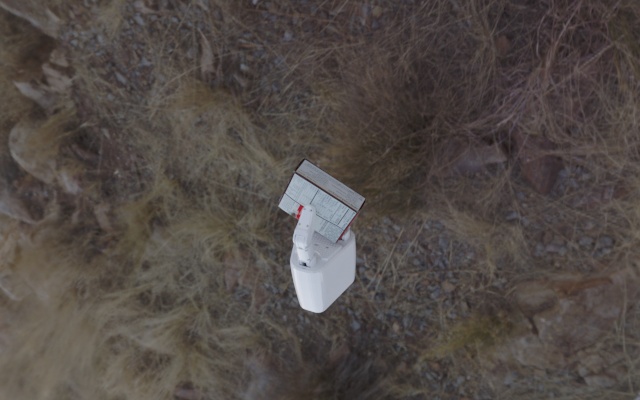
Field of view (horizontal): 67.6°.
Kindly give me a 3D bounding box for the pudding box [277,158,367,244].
[{"bbox_3d":[0.000,0.002,0.712,0.113,0.039,0.090,32,-43,0],"label":"pudding box"}]
